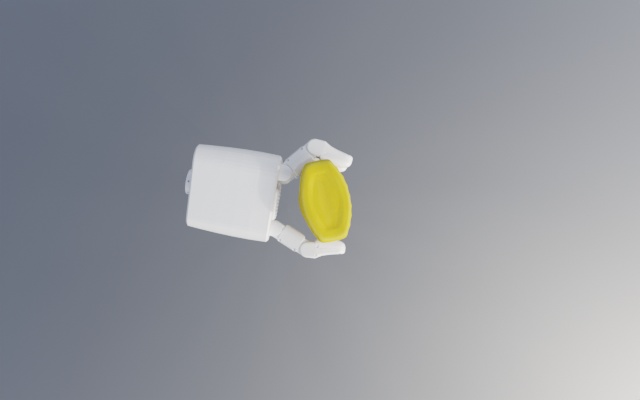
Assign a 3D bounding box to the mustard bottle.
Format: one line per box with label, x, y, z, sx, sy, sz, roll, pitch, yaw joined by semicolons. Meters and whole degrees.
mustard bottle;0.000;0.002;0.638;0.058;0.096;0.191;-14;0;-4
